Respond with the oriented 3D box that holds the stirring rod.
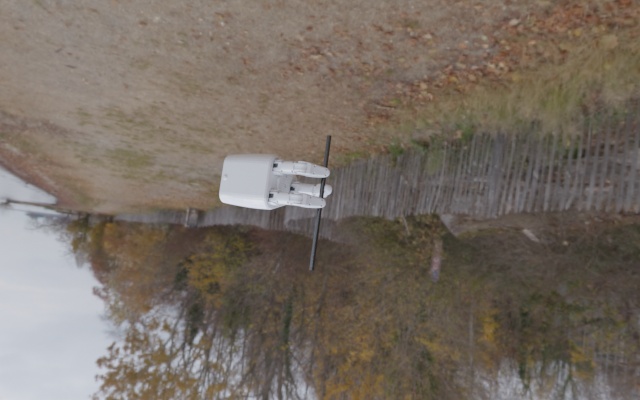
[{"bbox_3d":[0.000,0.003,0.844,0.011,0.239,0.011,7,-5,1],"label":"stirring rod"}]
